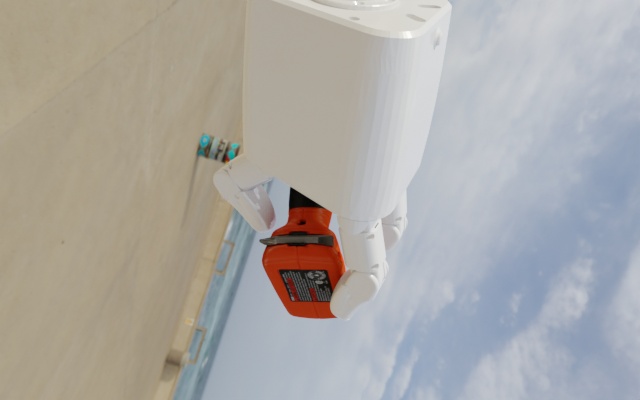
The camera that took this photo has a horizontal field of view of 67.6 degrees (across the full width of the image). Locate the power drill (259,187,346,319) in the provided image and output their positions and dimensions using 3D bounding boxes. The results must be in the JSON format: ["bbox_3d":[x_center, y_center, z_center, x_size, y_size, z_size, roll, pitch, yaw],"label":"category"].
[{"bbox_3d":[0.000,0.002,0.415,0.057,0.187,0.185,-4,-36,10],"label":"power drill"}]
